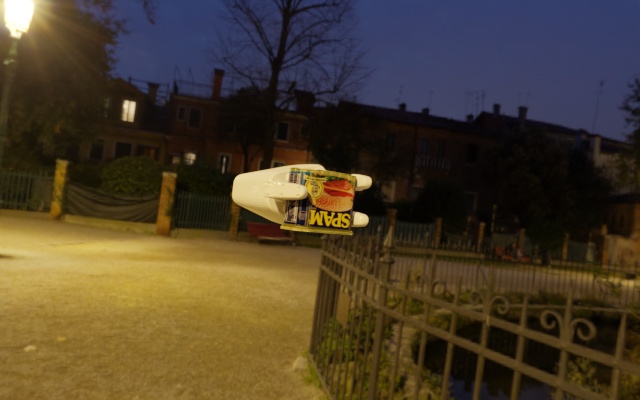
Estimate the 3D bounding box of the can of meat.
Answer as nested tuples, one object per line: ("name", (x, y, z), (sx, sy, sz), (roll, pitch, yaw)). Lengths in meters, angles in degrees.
("can of meat", (0.000, 0.002, 0.660), (0.102, 0.084, 0.057), (8, -2, -36))
